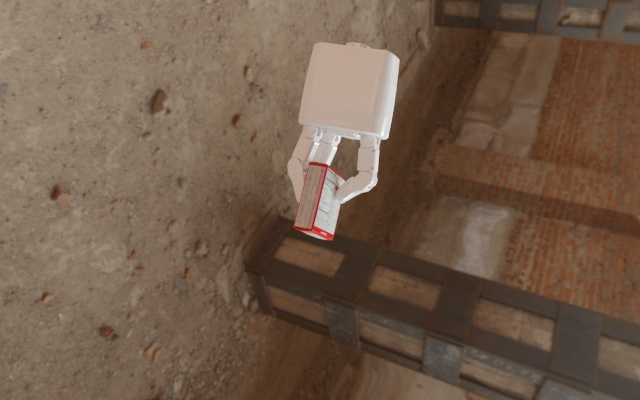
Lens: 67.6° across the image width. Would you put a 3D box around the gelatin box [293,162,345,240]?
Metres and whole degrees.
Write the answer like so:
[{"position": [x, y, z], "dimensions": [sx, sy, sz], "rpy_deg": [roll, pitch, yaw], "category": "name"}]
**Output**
[{"position": [0.000, 0.002, 0.625], "dimensions": [0.030, 0.089, 0.073], "rpy_deg": [9, -10, 23], "category": "gelatin box"}]
